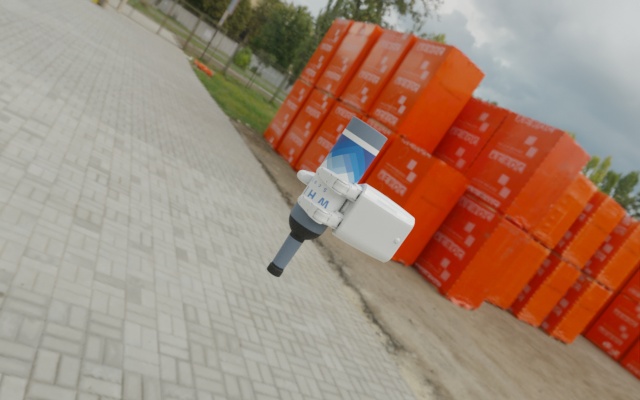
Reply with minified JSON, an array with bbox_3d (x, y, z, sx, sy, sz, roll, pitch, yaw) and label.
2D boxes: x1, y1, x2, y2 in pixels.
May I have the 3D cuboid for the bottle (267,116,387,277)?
[{"bbox_3d":[0.000,0.002,0.795,0.069,0.296,0.069,33,9,-6],"label":"bottle"}]
